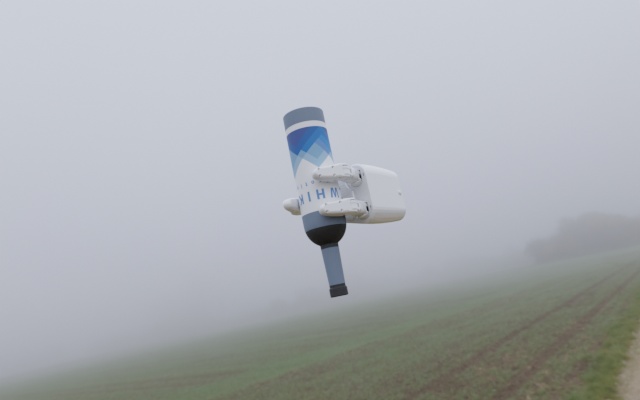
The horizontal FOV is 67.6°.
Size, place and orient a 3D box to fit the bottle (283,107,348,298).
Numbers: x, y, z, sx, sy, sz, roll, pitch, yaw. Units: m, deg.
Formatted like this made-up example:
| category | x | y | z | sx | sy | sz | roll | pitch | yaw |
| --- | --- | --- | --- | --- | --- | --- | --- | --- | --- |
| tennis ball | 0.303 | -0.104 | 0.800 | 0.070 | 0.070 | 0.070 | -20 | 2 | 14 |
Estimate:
| category | x | y | z | sx | sy | sz | roll | pitch | yaw |
| --- | --- | --- | --- | --- | --- | --- | --- | --- | --- |
| bottle | 0.000 | 0.002 | 0.746 | 0.069 | 0.295 | 0.069 | -11 | -12 | -2 |
